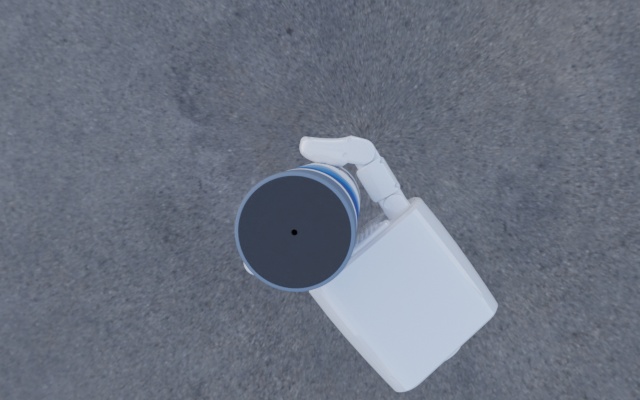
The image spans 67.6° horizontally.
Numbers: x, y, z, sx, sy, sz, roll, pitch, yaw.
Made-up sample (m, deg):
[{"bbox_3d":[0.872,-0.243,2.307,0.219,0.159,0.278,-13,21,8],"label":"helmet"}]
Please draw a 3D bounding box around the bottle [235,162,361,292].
[{"bbox_3d":[0.000,0.001,0.402,0.069,0.069,0.295,0,6,6],"label":"bottle"}]
